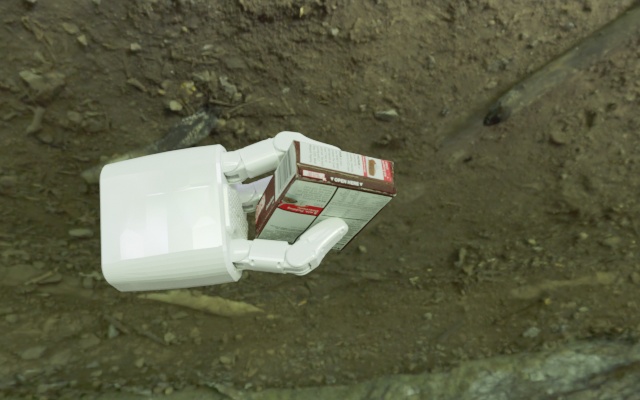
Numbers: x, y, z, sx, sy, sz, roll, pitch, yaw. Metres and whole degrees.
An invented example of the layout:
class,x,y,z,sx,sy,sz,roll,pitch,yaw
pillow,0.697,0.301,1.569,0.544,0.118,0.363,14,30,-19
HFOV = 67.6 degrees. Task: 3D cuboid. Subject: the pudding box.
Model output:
class,x,y,z,sx,sy,sz,roll,pitch,yaw
pudding box,0.000,0.002,0.418,0.090,0.039,0.113,9,-32,-20
